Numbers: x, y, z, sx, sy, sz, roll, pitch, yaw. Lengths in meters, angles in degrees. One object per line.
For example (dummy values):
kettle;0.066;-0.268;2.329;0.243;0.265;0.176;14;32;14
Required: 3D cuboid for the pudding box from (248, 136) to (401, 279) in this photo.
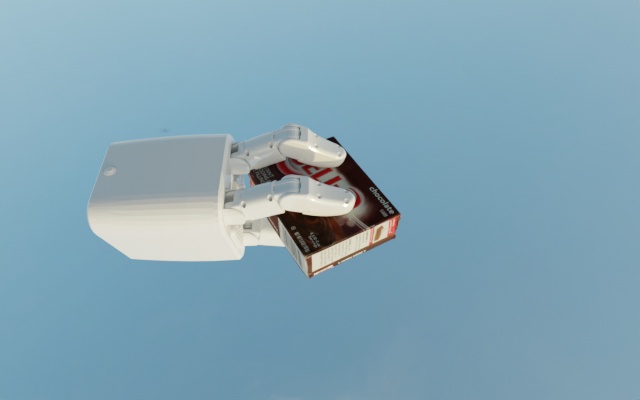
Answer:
pudding box;0.000;0.001;0.414;0.090;0.113;0.039;-23;-35;-19
